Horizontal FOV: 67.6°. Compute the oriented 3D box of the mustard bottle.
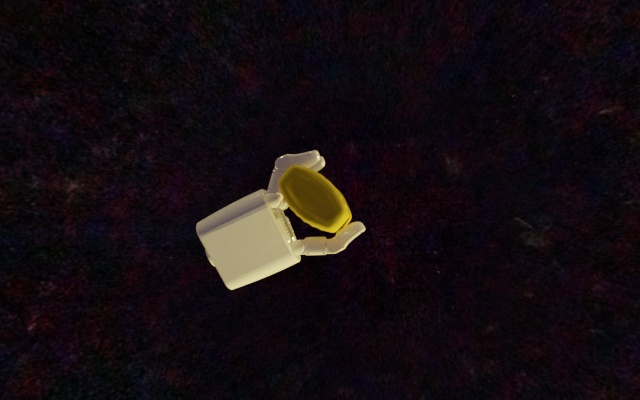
[{"bbox_3d":[0.000,0.002,0.671,0.096,0.058,0.191,41,2,7],"label":"mustard bottle"}]
